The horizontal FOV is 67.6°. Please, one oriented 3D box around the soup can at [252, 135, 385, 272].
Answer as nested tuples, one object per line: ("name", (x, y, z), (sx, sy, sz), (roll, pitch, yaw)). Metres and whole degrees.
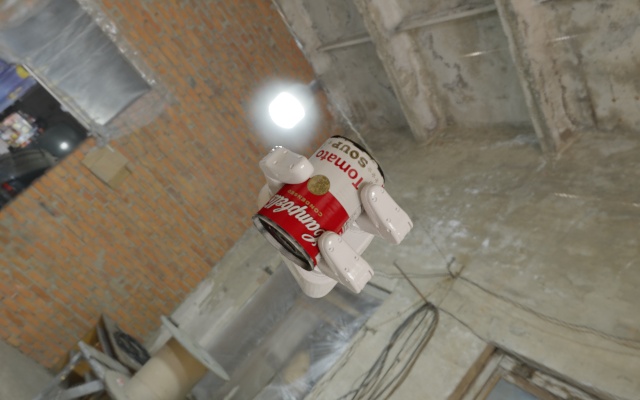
("soup can", (0.000, 0.001, 0.414), (0.068, 0.102, 0.068), (38, -18, 15))
